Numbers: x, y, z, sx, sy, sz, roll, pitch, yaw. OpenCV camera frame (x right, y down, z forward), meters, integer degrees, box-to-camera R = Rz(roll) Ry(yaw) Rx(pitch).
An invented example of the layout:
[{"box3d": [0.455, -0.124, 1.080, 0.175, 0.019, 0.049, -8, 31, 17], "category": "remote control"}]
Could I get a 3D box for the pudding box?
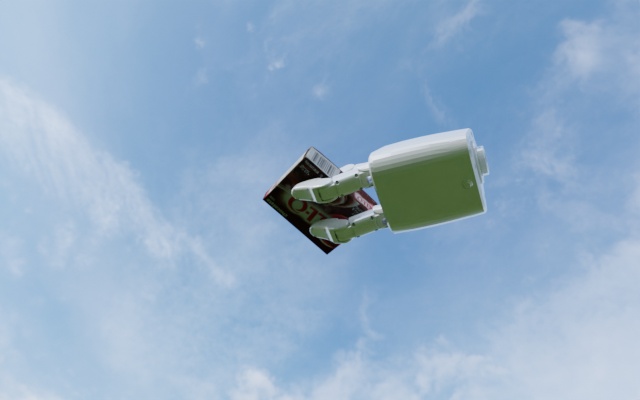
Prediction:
[{"box3d": [0.000, 0.002, 0.589, 0.090, 0.113, 0.039, -42, 10, 32], "category": "pudding box"}]
